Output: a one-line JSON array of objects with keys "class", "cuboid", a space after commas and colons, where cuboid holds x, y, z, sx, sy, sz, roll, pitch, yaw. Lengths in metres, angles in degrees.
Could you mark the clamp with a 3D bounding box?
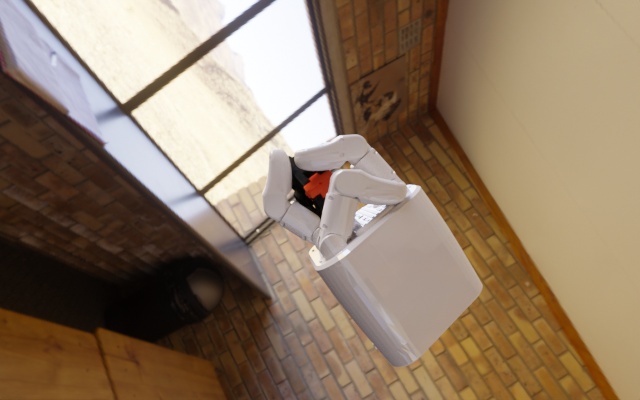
[{"class": "clamp", "cuboid": [0.000, 0.001, 0.481, 0.039, 0.120, 0.171, -43, 8, -3]}]
